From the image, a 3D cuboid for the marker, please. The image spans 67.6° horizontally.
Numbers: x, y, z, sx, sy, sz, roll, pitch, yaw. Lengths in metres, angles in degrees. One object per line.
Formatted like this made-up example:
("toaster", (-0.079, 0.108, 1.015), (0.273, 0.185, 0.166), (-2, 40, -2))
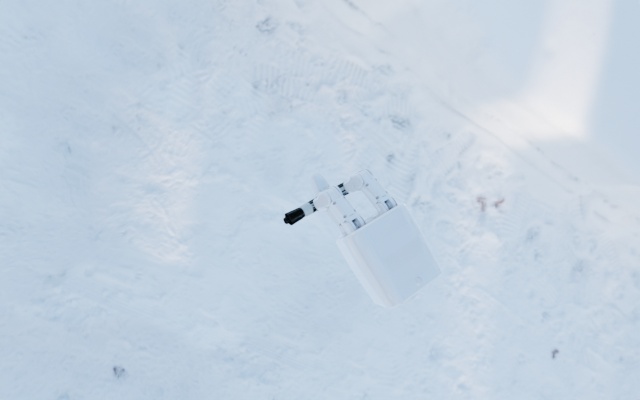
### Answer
("marker", (0.000, 0.002, 0.671), (0.121, 0.020, 0.020), (-29, 13, -24))
